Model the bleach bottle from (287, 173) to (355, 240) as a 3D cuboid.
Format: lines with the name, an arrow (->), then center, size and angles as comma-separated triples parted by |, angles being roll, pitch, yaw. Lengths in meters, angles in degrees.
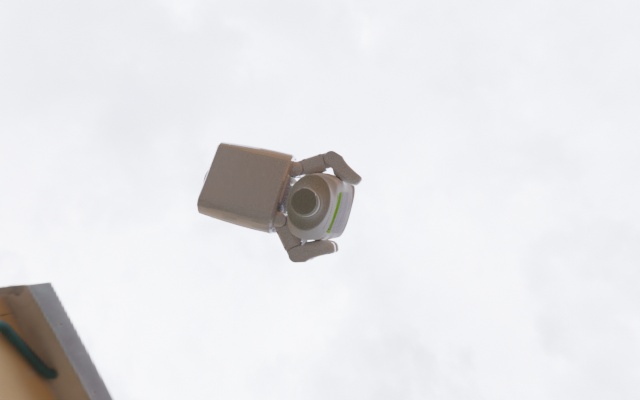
bleach bottle -> 0.000, 0.002, 0.633 | 0.068, 0.102, 0.251 | 13, -3, 8
